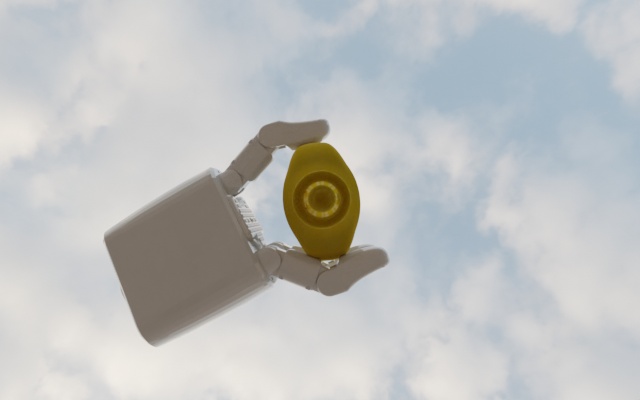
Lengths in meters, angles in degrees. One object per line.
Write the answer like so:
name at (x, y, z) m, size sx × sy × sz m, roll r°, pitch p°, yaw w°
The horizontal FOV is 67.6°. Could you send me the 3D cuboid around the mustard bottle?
mustard bottle at (0.000, 0.001, 0.404) m, size 0.058 × 0.096 × 0.191 m, roll -6°, pitch -1°, yaw 0°
